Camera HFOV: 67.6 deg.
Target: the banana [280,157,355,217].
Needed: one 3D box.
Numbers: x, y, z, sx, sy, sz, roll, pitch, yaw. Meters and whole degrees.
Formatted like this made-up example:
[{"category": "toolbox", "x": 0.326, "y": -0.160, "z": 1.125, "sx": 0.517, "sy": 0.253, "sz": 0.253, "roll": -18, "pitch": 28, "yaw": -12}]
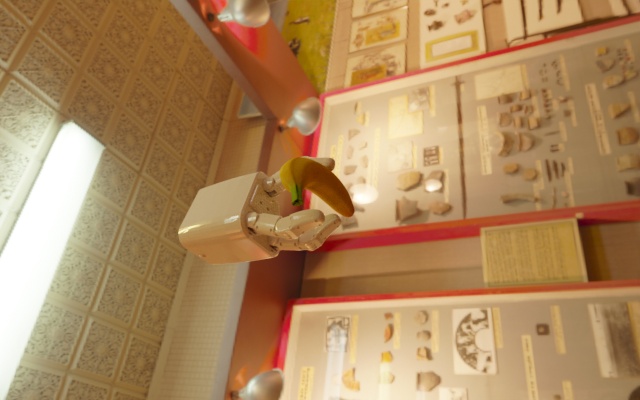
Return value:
[{"category": "banana", "x": -0.005, "y": -0.016, "z": 0.595, "sx": 0.037, "sy": 0.069, "sz": 0.198, "roll": -16, "pitch": -11, "yaw": 21}]
